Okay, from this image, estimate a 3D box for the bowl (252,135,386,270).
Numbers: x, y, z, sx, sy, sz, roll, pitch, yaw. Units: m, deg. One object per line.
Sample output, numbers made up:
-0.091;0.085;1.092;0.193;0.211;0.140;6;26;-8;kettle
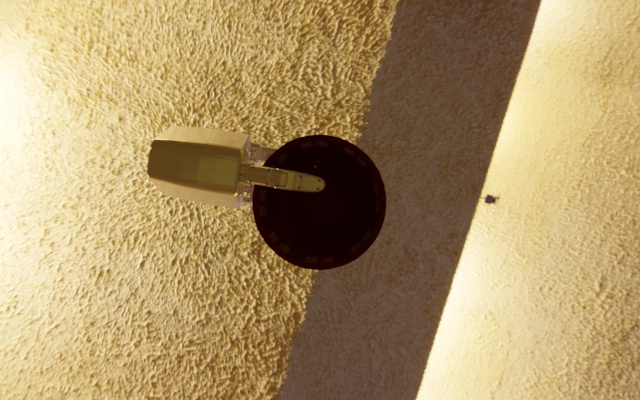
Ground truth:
0.001;0.002;0.593;0.162;0.162;0.055;0;1;6;bowl
